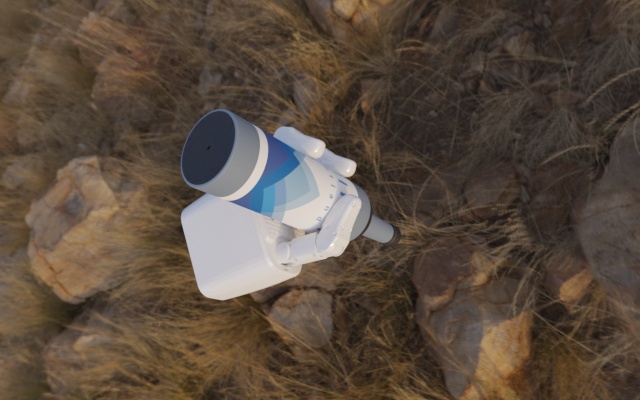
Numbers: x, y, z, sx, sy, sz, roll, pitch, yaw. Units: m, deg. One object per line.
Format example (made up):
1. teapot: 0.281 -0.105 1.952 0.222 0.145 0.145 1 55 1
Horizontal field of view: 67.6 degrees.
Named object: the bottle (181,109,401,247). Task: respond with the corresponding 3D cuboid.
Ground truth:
1. bottle: 0.000 0.001 0.481 0.069 0.069 0.296 0 -17 39
